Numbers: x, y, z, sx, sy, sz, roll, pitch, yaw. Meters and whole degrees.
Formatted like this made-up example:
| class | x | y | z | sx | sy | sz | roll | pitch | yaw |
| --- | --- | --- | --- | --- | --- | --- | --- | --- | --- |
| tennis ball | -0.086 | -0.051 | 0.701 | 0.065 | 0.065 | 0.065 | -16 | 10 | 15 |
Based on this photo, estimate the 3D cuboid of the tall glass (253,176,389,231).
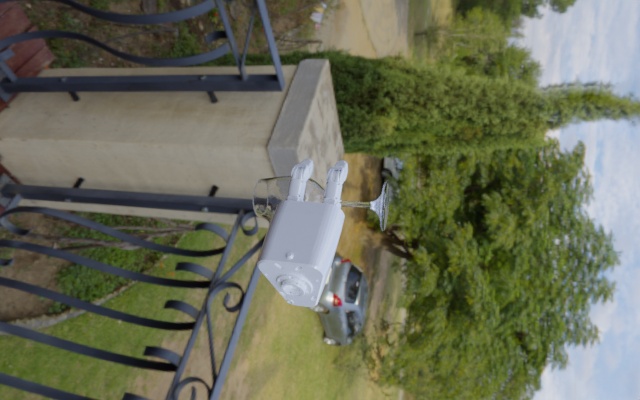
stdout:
| class | x | y | z | sx | sy | sz | roll | pitch | yaw |
| --- | --- | --- | --- | --- | --- | --- | --- | --- | --- |
| tall glass | 0.001 | 0.002 | 0.732 | 0.201 | 0.079 | 0.079 | 4 | 1 | 16 |
